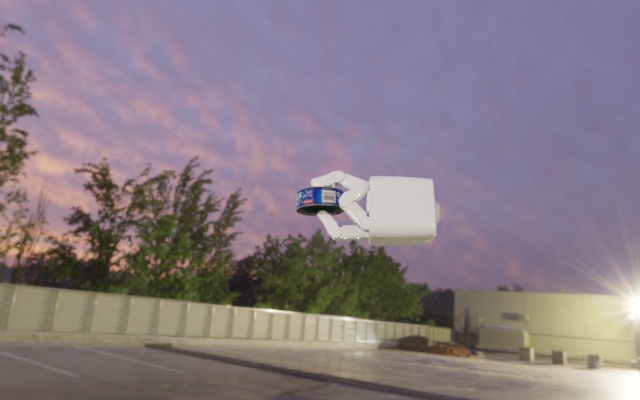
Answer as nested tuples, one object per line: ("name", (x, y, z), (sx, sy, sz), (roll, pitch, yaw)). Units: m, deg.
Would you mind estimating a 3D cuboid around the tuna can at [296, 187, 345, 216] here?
("tuna can", (0.000, 0.002, 0.841), (0.086, 0.033, 0.086), (-1, -14, 0))
